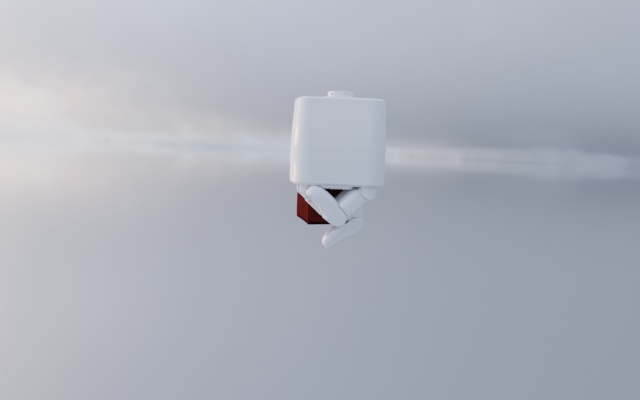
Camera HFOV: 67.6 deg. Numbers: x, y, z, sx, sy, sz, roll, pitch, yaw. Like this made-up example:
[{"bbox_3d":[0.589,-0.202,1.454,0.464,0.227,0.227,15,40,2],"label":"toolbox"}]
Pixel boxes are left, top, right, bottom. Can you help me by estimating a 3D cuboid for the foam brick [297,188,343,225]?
[{"bbox_3d":[0.000,0.002,0.660,0.053,0.051,0.078,0,6,-15],"label":"foam brick"}]
